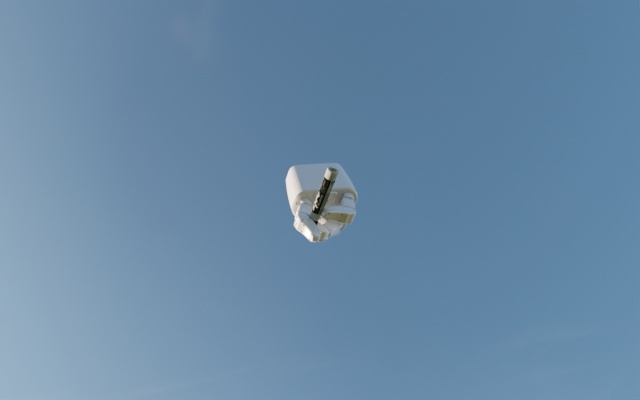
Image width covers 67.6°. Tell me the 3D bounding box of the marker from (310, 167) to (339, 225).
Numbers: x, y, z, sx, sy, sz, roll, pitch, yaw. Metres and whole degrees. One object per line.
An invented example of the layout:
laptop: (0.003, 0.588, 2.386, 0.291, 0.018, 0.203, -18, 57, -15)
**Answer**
marker: (0.000, 0.003, 0.764, 0.020, 0.121, 0.020, 17, 27, -9)
